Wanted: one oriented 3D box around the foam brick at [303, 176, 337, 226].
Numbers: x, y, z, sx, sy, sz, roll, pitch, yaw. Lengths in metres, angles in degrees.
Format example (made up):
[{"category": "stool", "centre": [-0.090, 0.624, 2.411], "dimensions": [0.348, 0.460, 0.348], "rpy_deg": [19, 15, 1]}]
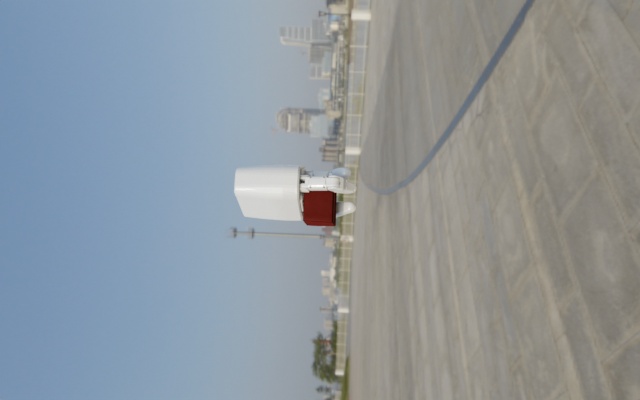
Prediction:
[{"category": "foam brick", "centre": [0.000, 0.003, 0.803], "dimensions": [0.051, 0.078, 0.053], "rpy_deg": [1, -12, 6]}]
